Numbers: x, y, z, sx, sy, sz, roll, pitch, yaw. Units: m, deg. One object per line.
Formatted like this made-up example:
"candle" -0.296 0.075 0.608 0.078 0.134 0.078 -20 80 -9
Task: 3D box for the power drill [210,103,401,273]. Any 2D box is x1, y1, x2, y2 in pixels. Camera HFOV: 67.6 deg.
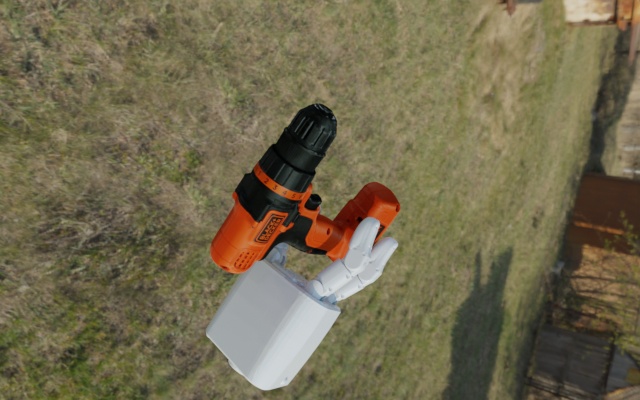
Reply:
"power drill" 0.000 0.002 0.492 0.188 0.184 0.057 15 29 -46
